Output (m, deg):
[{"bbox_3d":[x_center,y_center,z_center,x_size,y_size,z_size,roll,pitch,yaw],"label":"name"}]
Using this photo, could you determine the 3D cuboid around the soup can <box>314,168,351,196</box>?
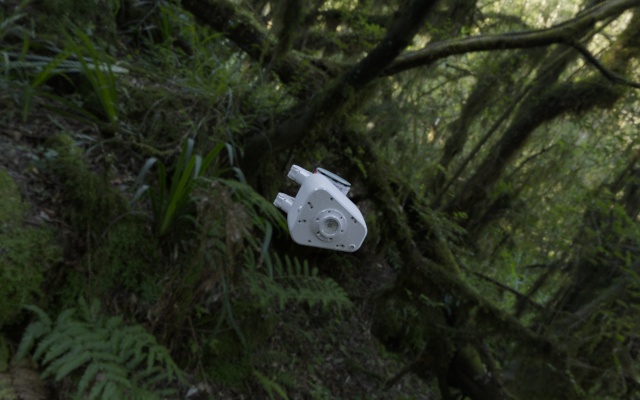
[{"bbox_3d":[0.000,0.002,0.829,0.068,0.102,0.068,27,9,-5],"label":"soup can"}]
